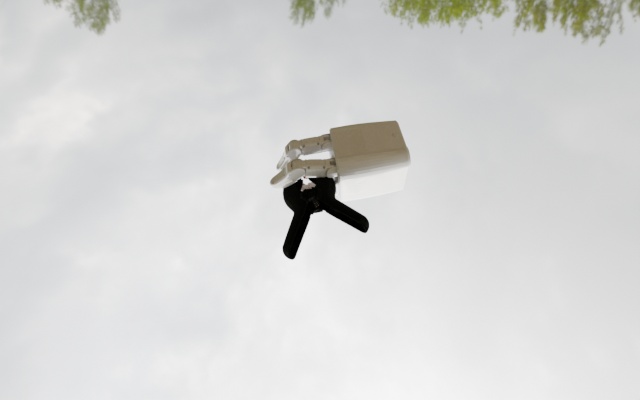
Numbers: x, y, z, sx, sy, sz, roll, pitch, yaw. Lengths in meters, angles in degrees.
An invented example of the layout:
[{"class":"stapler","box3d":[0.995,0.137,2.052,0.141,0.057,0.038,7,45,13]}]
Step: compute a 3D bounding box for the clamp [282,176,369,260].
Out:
[{"class":"clamp","box3d":[0.000,0.003,0.682,0.120,0.171,0.039,-10,-41,1]}]
